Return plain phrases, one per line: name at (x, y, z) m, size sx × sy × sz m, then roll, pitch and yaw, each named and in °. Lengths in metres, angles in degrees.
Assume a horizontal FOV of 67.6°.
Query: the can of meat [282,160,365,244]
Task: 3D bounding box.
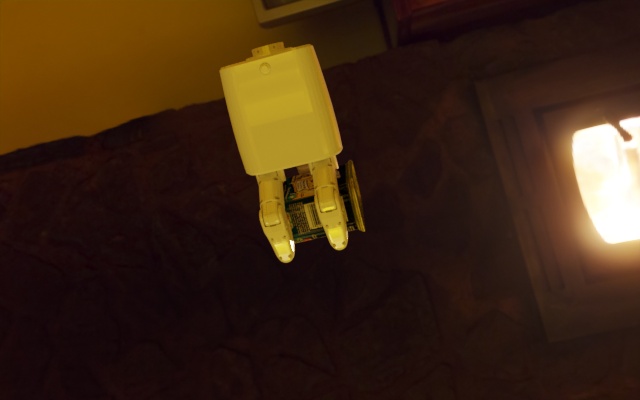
can of meat at (0.000, 0.002, 0.513) m, size 0.084 × 0.057 × 0.102 m, roll -13°, pitch 19°, yaw 7°
